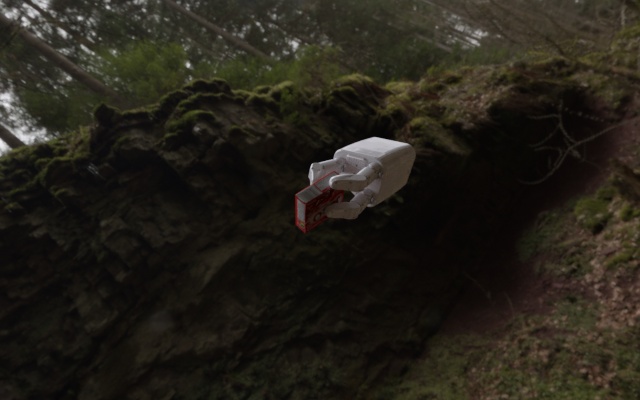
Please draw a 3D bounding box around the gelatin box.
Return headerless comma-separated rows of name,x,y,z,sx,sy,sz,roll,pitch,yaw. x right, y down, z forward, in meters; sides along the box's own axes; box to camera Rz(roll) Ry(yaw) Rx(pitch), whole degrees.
gelatin box,0.000,0.002,0.786,0.089,0.073,0.030,-33,56,-29
